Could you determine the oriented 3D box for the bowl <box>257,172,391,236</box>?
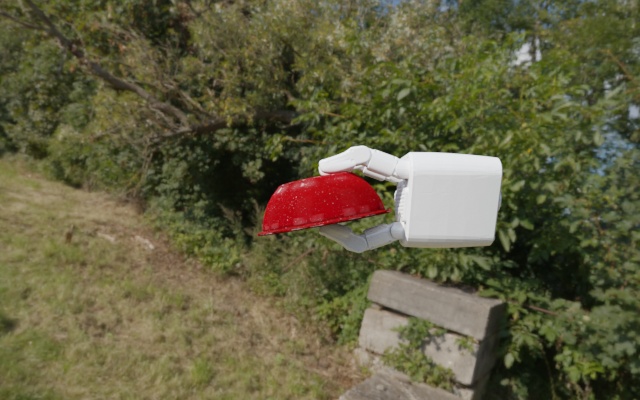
[{"bbox_3d":[-0.001,0.002,0.569,0.162,0.055,0.162,-11,-1,0],"label":"bowl"}]
